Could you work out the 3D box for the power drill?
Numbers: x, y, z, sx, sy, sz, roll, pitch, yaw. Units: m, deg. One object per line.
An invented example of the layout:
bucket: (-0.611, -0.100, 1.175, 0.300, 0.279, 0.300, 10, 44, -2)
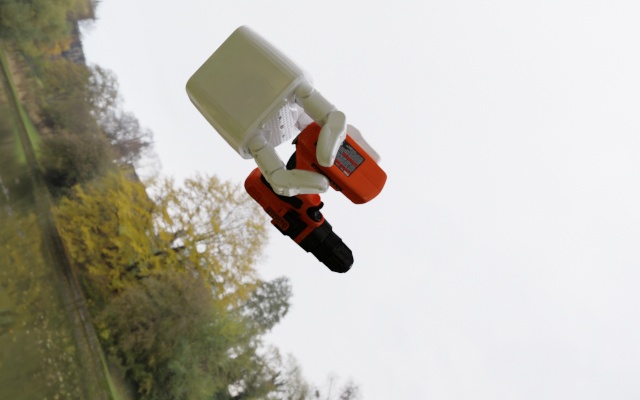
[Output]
power drill: (0.000, 0.001, 0.578, 0.057, 0.184, 0.188, -49, 3, -35)
